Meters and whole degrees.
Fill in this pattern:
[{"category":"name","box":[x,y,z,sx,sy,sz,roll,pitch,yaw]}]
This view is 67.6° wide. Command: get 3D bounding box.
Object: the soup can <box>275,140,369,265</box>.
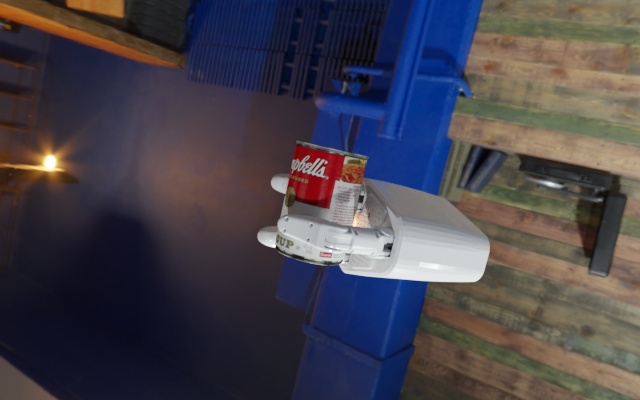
[{"category":"soup can","box":[0.000,0.002,0.443,0.068,0.102,0.068,13,6,-1]}]
